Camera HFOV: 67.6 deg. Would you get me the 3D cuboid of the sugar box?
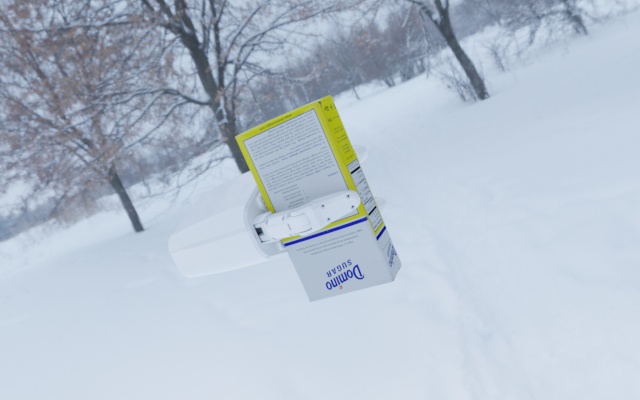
[{"bbox_3d":[0.000,0.001,0.451,0.093,0.176,0.048,-19,12,26],"label":"sugar box"}]
